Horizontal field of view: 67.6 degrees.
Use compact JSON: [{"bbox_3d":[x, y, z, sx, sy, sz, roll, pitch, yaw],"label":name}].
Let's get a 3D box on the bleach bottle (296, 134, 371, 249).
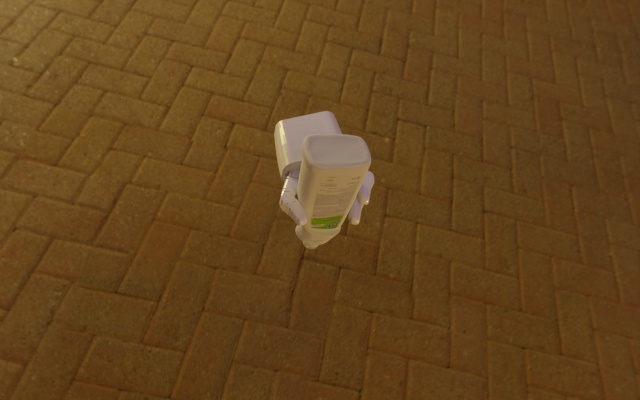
[{"bbox_3d":[0.000,0.003,0.771,0.102,0.068,0.251,-2,-36,-17],"label":"bleach bottle"}]
